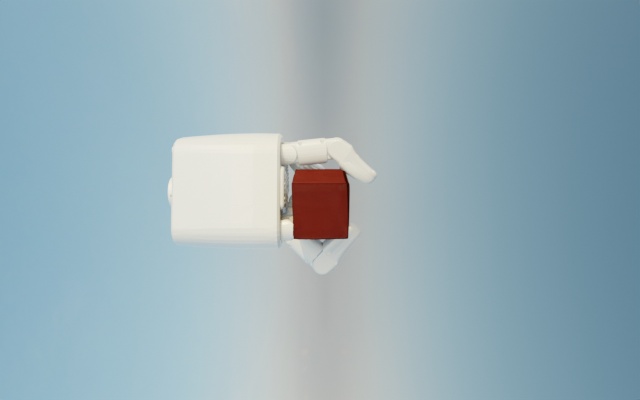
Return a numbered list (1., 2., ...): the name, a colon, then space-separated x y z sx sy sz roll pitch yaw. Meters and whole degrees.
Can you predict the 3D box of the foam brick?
1. foam brick: 0.000 0.001 0.455 0.051 0.053 0.078 0 13 0
